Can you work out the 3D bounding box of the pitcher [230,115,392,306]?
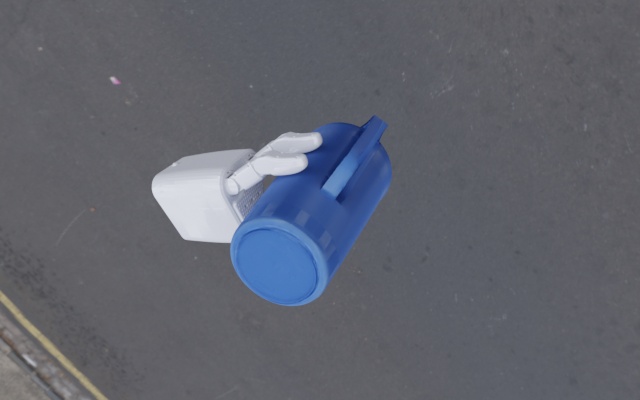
[{"bbox_3d":[0.000,0.002,0.562,0.145,0.149,0.242,-1,28,22],"label":"pitcher"}]
